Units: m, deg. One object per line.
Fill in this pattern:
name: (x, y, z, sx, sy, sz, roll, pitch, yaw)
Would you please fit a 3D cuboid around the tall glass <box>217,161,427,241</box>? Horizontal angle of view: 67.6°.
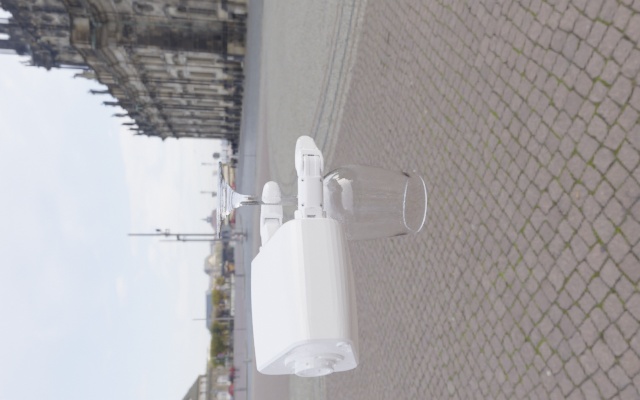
tall glass: (-0.001, 0.001, 0.476, 0.201, 0.079, 0.079, 1, 0, -10)
